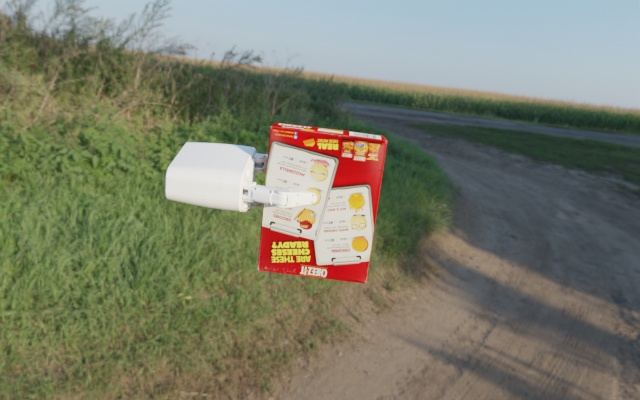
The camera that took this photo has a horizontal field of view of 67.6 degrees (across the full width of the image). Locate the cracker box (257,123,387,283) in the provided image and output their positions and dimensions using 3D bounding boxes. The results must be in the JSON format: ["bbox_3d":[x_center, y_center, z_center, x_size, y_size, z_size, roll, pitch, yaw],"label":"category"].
[{"bbox_3d":[0.000,0.002,0.702,0.164,0.214,0.072,7,15,1],"label":"cracker box"}]
